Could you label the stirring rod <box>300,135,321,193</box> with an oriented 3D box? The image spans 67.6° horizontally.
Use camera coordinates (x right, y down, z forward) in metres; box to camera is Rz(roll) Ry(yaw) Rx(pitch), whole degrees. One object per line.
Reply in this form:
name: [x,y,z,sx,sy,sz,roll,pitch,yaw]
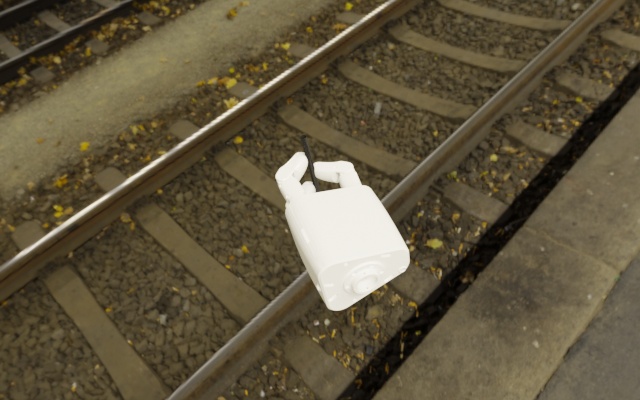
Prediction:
stirring rod: [0.000,0.002,0.679,0.011,0.011,0.240,0,-42,14]
